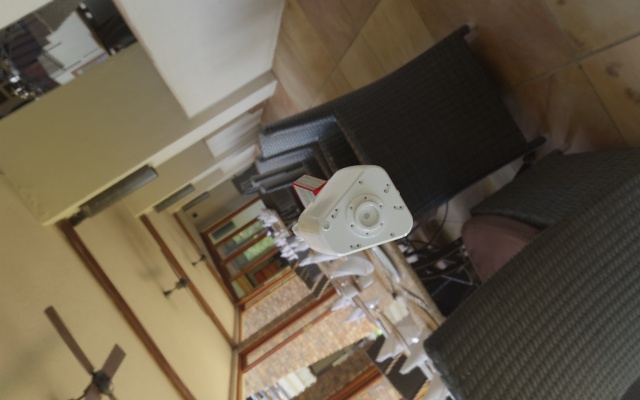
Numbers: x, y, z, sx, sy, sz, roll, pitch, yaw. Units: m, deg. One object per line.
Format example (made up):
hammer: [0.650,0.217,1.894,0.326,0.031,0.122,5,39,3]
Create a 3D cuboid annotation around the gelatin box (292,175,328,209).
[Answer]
gelatin box: [0.000,0.003,0.712,0.030,0.073,0.089,-35,21,-16]
